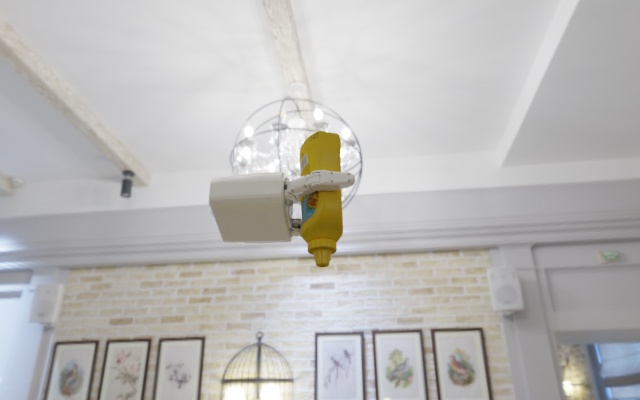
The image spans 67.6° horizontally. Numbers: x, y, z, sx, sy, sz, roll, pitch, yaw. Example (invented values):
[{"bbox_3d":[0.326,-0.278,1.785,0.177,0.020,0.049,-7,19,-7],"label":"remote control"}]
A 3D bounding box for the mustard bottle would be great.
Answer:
[{"bbox_3d":[0.000,0.002,0.691,0.058,0.191,0.096,8,-26,-19],"label":"mustard bottle"}]
